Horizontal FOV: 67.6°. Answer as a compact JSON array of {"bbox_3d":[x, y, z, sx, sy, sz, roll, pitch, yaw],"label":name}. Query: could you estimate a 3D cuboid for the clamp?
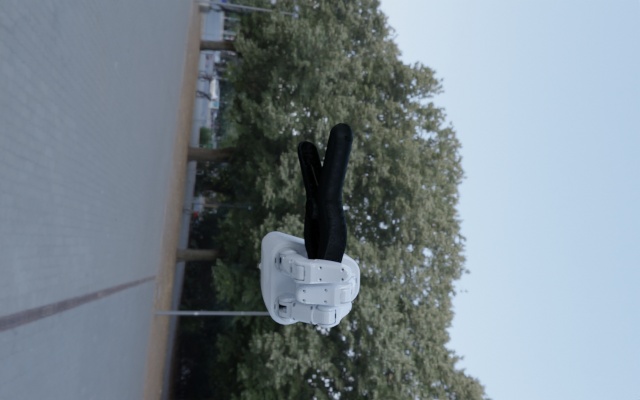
[{"bbox_3d":[0.001,0.002,0.540,0.039,0.171,0.120,3,4,-17],"label":"clamp"}]
